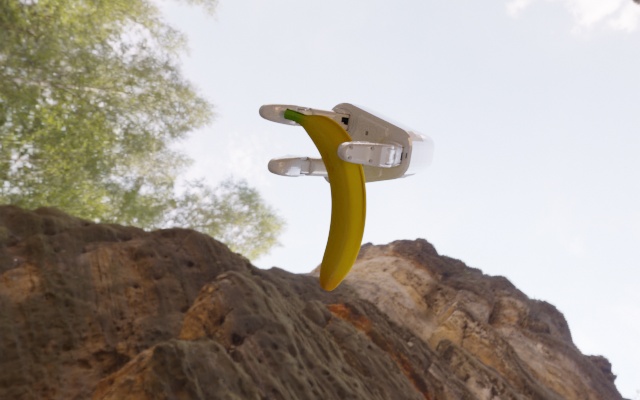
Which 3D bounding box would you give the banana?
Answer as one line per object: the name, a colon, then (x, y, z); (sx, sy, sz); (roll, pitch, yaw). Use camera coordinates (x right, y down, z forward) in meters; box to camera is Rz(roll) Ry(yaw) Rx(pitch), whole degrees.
banana: (0.016, -0.005, 0.499); (0.069, 0.198, 0.037); (-10, 3, 26)
